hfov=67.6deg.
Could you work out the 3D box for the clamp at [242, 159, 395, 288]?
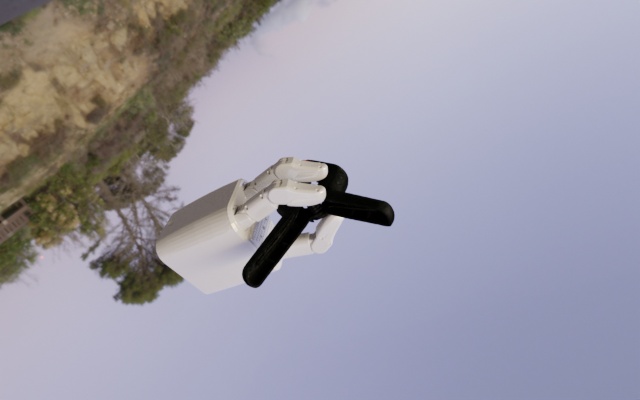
[{"bbox_3d":[0.000,0.002,0.542,0.164,0.036,0.209,-22,27,15],"label":"clamp"}]
